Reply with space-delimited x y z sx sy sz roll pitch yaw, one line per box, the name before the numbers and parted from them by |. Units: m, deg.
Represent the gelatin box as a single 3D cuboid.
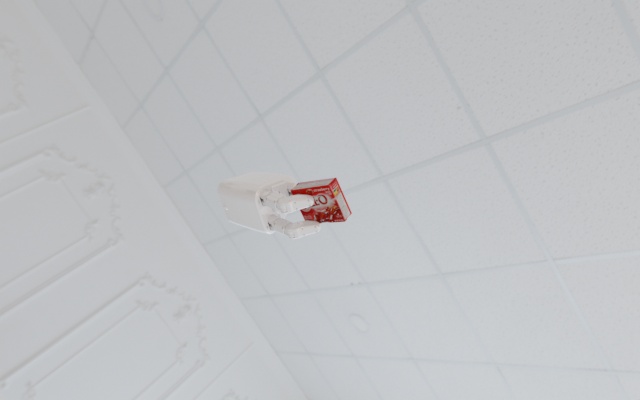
gelatin box | 0.001 0.002 0.822 0.089 0.073 0.030 -6 28 38
